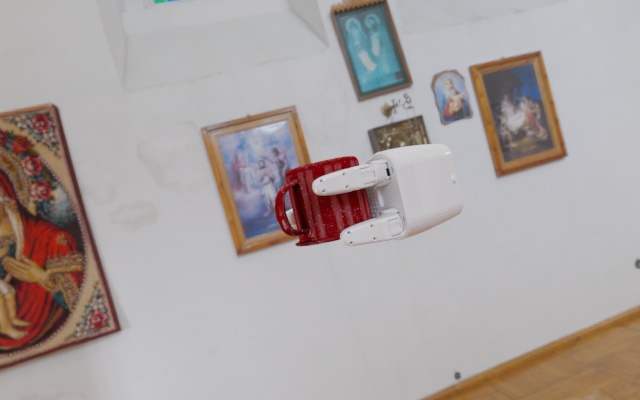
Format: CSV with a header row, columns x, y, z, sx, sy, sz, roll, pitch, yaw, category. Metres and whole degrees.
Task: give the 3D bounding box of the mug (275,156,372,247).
x,y,z,sx,sy,sz,roll,pitch,yaw,category
-0.001,0.002,0.510,0.117,0.081,0.093,-13,1,-38,mug
